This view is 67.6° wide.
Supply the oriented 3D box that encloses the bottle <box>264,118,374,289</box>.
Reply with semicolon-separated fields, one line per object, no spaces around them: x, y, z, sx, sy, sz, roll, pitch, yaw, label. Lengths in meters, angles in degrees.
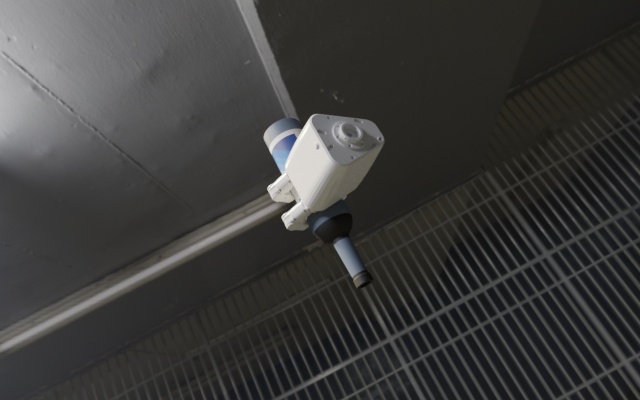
0.000;0.002;0.746;0.069;0.295;0.069;-24;-23;-11;bottle
